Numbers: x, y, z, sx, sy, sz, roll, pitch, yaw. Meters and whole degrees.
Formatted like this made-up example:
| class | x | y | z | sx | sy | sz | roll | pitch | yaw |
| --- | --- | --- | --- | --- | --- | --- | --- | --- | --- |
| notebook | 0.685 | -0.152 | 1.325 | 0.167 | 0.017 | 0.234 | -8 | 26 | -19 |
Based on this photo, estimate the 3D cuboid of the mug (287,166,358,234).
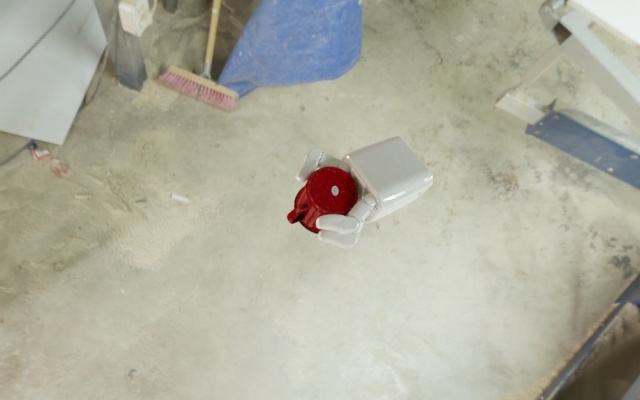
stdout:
| class | x | y | z | sx | sy | sz | roll | pitch | yaw |
| --- | --- | --- | --- | --- | --- | --- | --- | --- | --- |
| mug | -0.001 | 0.003 | 0.743 | 0.117 | 0.093 | 0.081 | -23 | -14 | -20 |
